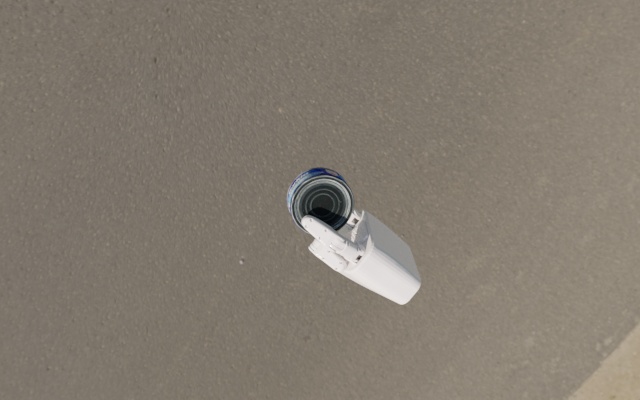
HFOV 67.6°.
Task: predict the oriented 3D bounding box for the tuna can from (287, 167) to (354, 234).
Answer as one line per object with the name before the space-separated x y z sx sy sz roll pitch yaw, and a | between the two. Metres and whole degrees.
tuna can | 0.000 0.002 0.625 0.086 0.086 0.033 0 20 -11
